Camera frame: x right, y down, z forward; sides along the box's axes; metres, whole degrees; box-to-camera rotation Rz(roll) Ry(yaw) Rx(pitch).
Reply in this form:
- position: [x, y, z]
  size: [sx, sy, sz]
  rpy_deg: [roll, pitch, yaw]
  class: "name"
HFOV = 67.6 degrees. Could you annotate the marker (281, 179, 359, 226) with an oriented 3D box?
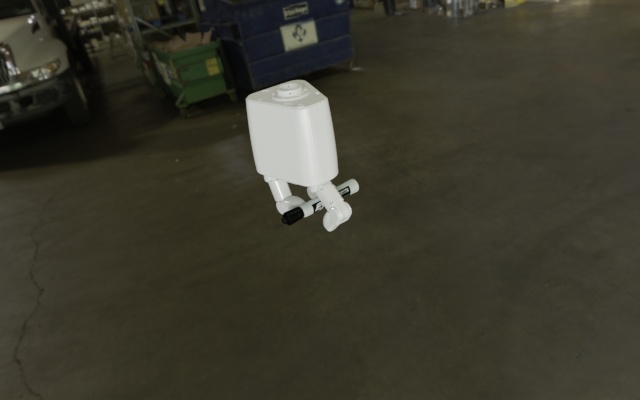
- position: [0.000, 0.002, 0.632]
  size: [0.121, 0.020, 0.020]
  rpy_deg: [-27, 13, -29]
  class: "marker"
